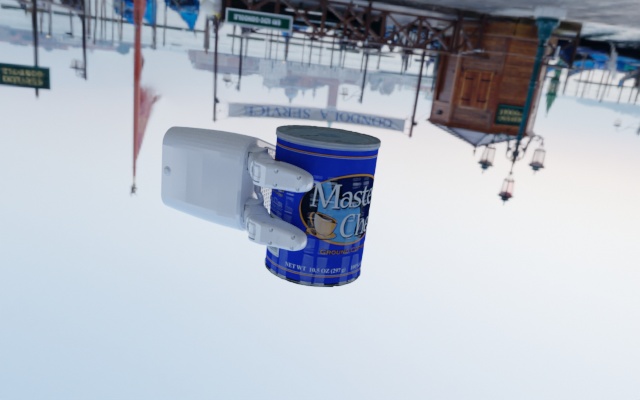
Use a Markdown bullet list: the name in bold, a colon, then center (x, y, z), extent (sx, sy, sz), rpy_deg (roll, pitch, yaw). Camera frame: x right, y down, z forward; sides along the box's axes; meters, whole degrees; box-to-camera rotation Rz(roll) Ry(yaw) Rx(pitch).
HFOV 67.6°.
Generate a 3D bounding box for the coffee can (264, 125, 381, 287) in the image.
- **coffee can**: center (0.000, 0.001, 0.482), extent (0.103, 0.140, 0.102), rpy_deg (6, 16, -2)
